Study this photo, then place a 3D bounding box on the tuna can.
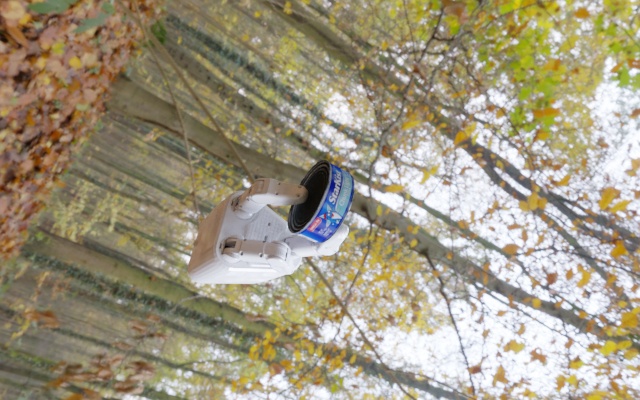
[{"bbox_3d":[0.001,0.002,0.514,0.034,0.086,0.086,25,-10,-21],"label":"tuna can"}]
